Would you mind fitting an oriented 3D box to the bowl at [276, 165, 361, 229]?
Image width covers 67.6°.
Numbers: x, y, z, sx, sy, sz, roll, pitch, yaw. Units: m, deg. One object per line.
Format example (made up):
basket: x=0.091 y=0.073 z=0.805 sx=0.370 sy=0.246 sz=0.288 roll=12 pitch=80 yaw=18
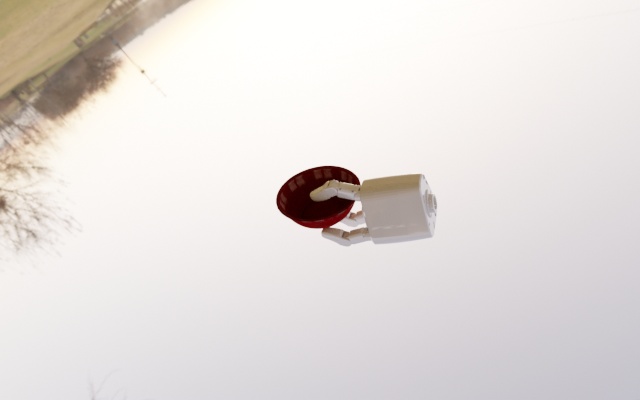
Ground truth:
bowl: x=-0.001 y=0.003 z=0.900 sx=0.162 sy=0.055 sz=0.162 roll=-9 pitch=40 yaw=7
